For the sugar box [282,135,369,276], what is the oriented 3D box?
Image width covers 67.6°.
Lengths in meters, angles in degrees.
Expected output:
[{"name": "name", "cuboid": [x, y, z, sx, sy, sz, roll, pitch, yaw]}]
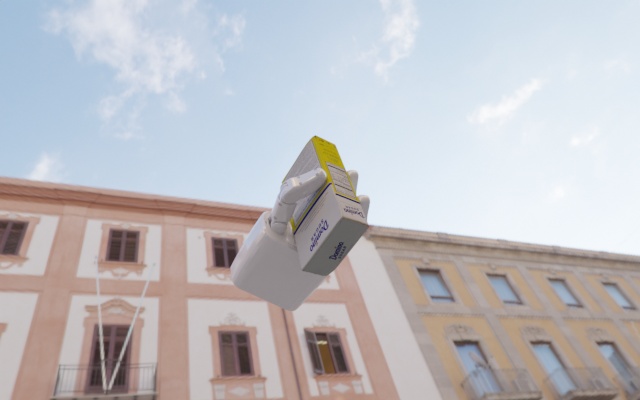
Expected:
[{"name": "sugar box", "cuboid": [0.000, 0.002, 0.614, 0.048, 0.093, 0.176, 18, 33, -30]}]
